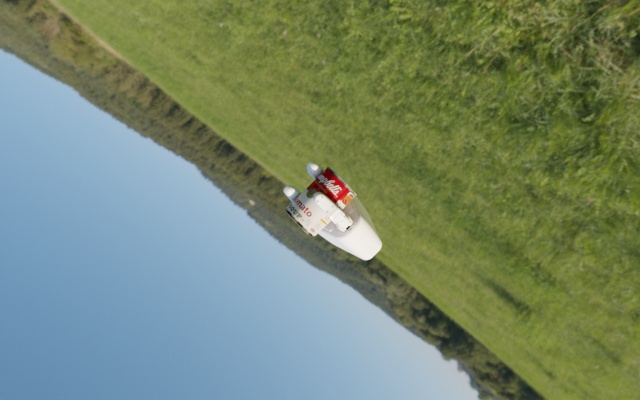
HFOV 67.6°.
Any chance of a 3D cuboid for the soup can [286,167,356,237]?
[{"bbox_3d":[0.000,0.003,0.797,0.102,0.068,0.068,-44,1,1],"label":"soup can"}]
